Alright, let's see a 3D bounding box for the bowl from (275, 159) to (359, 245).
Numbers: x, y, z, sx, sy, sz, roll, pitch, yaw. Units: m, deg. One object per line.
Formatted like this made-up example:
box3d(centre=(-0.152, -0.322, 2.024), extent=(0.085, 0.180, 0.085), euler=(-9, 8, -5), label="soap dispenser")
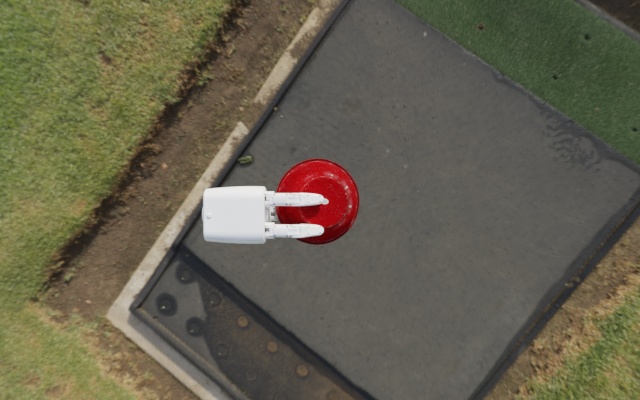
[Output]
box3d(centre=(0.001, 0.003, 0.869), extent=(0.162, 0.162, 0.055), euler=(0, 1, -11), label="bowl")
